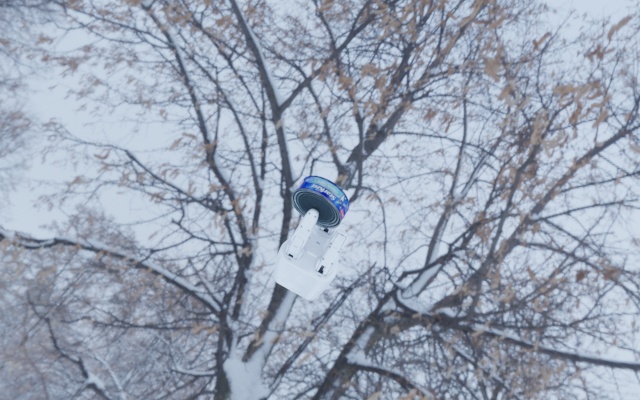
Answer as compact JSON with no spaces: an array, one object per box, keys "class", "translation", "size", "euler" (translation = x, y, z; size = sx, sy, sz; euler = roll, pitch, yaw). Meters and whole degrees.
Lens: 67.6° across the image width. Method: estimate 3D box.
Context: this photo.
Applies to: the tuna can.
[{"class":"tuna can","translation":[0.000,0.002,0.726],"size":[0.086,0.033,0.086],"euler":[24,-32,16]}]
